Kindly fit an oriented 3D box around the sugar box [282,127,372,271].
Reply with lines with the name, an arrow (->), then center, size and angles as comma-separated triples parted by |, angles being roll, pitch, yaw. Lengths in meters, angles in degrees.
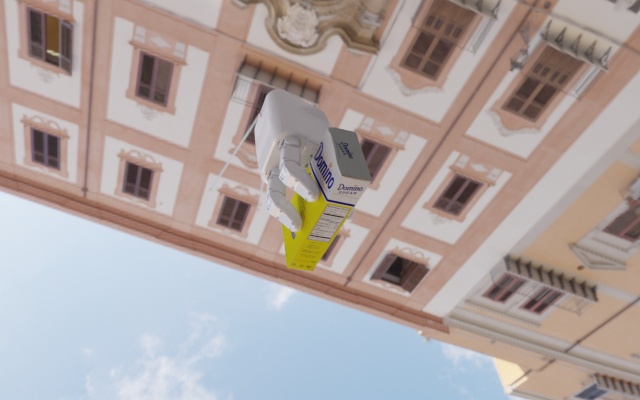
sugar box -> 0.000, 0.002, 0.613 | 0.048, 0.093, 0.176 | 9, -47, -21
